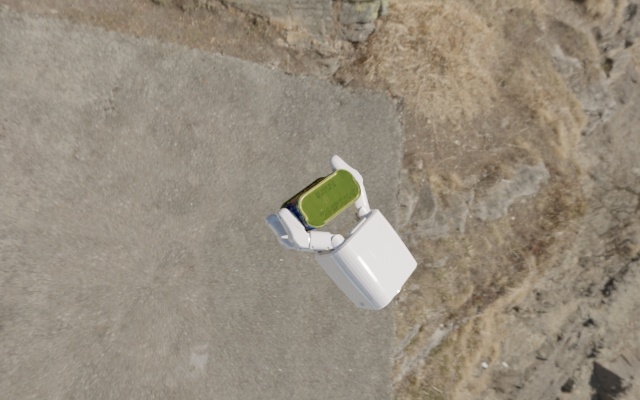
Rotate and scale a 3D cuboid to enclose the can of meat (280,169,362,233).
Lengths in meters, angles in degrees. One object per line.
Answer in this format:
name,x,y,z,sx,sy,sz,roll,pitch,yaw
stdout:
can of meat,0.000,0.002,0.685,0.102,0.057,0.084,-37,5,-21
